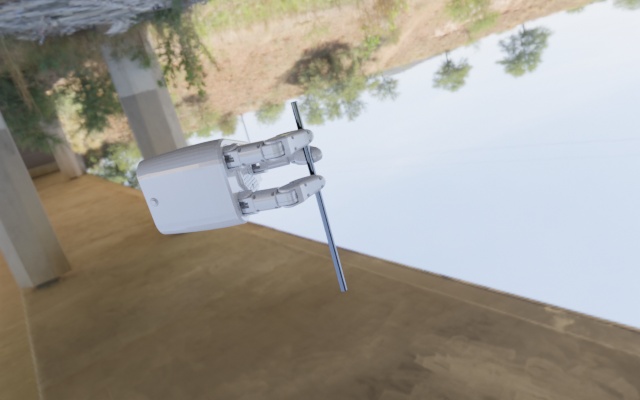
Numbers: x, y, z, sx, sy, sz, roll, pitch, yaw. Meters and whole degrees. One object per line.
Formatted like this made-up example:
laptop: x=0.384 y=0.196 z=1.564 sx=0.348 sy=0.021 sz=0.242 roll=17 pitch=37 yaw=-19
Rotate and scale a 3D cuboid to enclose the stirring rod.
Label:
stirring rod: x=0.000 y=0.002 z=0.563 sx=0.011 sy=0.240 sz=0.011 roll=-13 pitch=18 yaw=4
